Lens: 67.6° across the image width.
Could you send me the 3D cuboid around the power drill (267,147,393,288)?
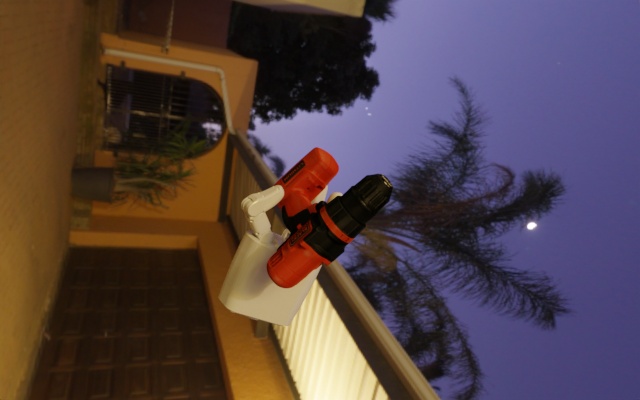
[{"bbox_3d":[0.000,0.002,0.617,0.057,0.184,0.187,42,16,-25],"label":"power drill"}]
